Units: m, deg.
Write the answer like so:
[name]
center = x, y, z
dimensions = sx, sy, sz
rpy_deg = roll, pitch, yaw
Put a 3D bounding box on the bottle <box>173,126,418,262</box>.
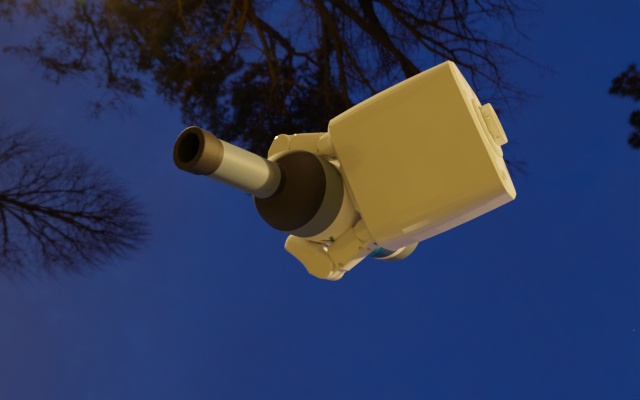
[bottle]
center = 0.000, 0.001, 0.403
dimensions = 0.069, 0.069, 0.296
rpy_deg = 0, -13, 33
